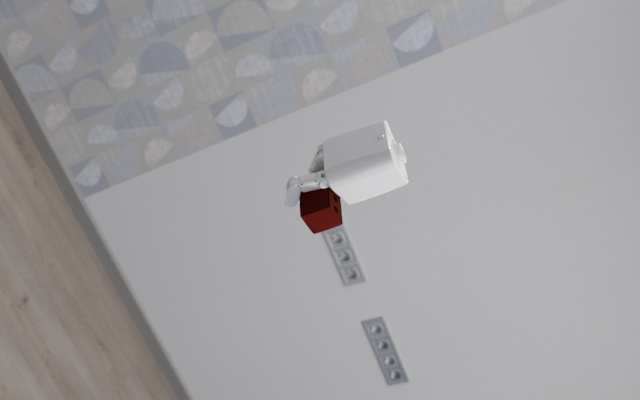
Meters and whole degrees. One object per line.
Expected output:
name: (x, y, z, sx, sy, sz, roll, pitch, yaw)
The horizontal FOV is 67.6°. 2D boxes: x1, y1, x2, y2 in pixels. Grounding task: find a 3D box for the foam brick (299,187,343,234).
foam brick: (0.000, 0.003, 0.756, 0.051, 0.078, 0.053, -17, -40, 17)
